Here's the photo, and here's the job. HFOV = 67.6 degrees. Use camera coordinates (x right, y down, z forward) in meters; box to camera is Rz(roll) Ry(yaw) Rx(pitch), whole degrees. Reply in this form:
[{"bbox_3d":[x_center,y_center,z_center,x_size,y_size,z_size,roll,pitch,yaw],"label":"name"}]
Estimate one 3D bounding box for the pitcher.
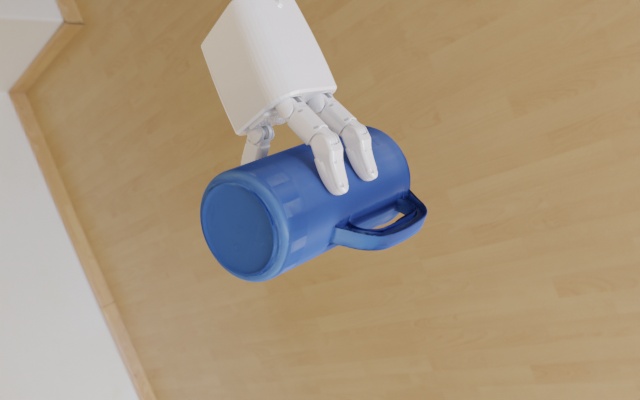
[{"bbox_3d":[0.000,0.002,0.520,0.149,0.145,0.243,-20,3,37],"label":"pitcher"}]
